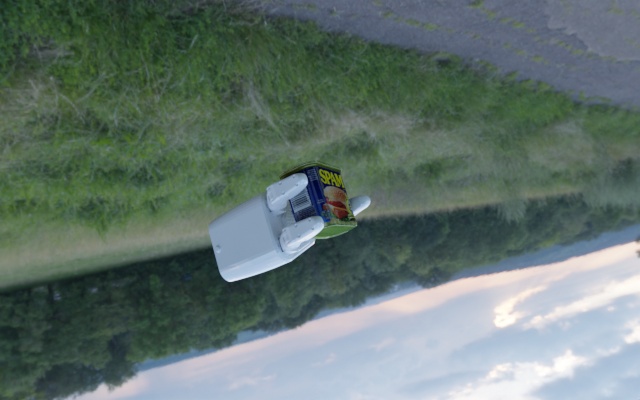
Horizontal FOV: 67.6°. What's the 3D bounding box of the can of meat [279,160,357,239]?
[{"bbox_3d":[0.000,0.002,0.614,0.057,0.084,0.102,-23,-14,23],"label":"can of meat"}]
